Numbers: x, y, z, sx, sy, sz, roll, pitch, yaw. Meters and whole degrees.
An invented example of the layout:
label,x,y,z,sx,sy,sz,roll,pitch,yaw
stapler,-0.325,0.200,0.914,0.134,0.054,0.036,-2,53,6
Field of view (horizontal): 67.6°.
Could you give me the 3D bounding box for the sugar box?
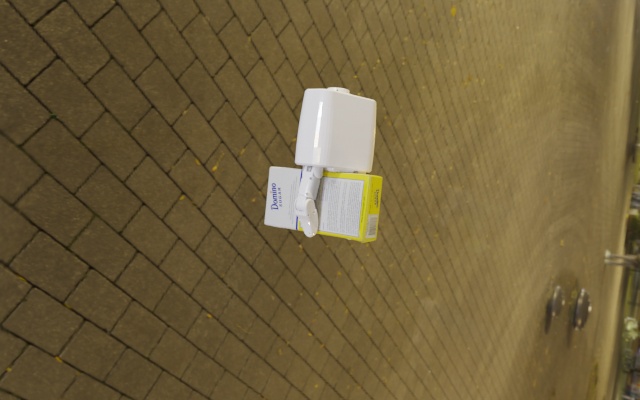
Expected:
label,x,y,z,sx,sy,sz,roll,pitch,yaw
sugar box,0.001,0.002,0.703,0.176,0.093,0.048,9,4,36
